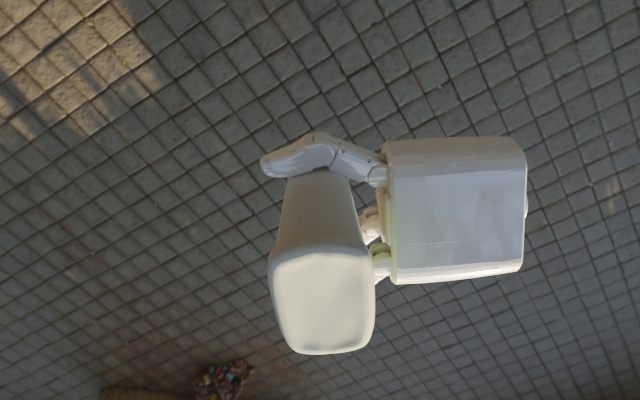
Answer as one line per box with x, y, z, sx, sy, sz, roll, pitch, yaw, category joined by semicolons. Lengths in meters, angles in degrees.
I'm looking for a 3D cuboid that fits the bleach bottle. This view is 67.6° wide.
0.000;0.001;0.412;0.068;0.103;0.250;-5;34;2;bleach bottle
